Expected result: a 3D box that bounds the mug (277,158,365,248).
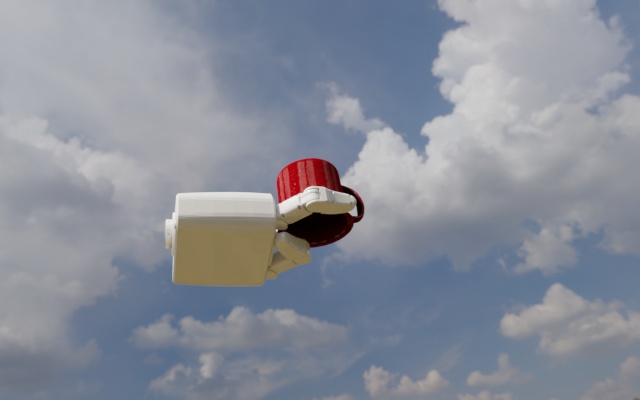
[{"bbox_3d":[0.001,0.002,0.601,0.117,0.081,0.093,2,-35,-18],"label":"mug"}]
